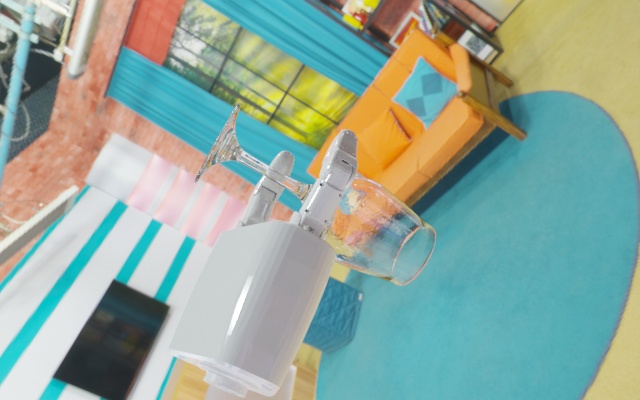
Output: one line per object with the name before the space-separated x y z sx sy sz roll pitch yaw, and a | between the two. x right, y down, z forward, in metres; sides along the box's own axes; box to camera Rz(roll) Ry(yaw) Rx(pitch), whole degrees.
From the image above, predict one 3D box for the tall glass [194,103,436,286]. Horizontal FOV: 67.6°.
tall glass | 0.000 0.001 0.408 0.201 0.079 0.079 29 -8 -13
